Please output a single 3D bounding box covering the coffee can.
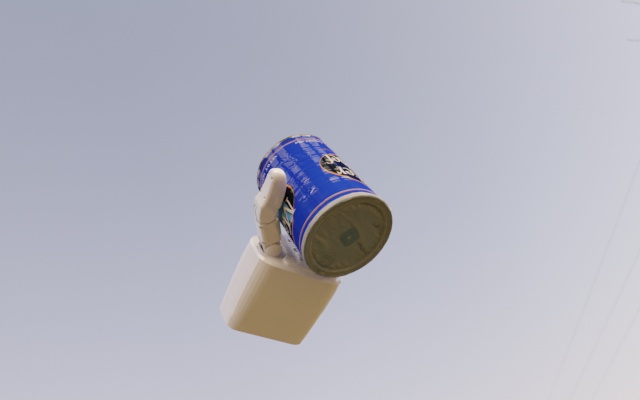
[{"bbox_3d":[0.000,0.002,0.534,0.103,0.103,0.140,0,32,-30],"label":"coffee can"}]
